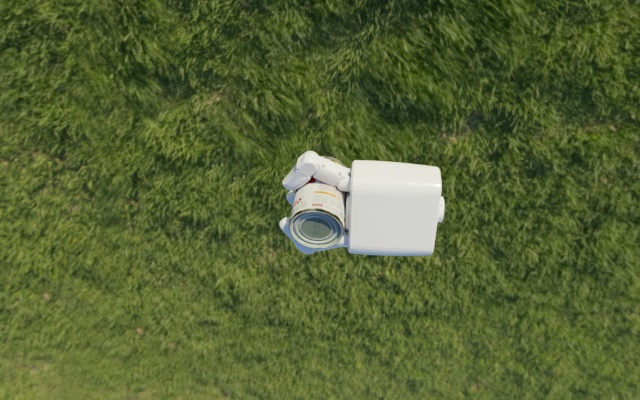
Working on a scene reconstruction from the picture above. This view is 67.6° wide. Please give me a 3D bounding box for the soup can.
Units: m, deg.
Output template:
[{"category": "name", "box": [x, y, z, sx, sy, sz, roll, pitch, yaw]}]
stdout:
[{"category": "soup can", "box": [0.000, 0.002, 0.599, 0.068, 0.069, 0.102, 0, 42, 8]}]
